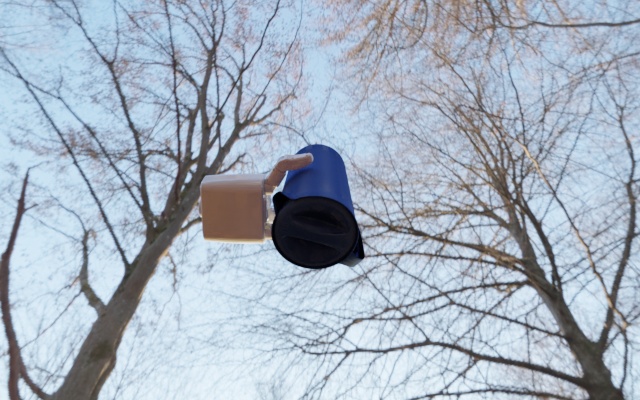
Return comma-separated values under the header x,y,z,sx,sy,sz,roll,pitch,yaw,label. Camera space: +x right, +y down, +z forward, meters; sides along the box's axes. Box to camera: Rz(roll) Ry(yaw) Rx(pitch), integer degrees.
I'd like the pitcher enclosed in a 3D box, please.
x,y,z,sx,sy,sz,roll,pitch,yaw,label
0.000,0.003,0.823,0.145,0.149,0.242,-1,29,2,pitcher
